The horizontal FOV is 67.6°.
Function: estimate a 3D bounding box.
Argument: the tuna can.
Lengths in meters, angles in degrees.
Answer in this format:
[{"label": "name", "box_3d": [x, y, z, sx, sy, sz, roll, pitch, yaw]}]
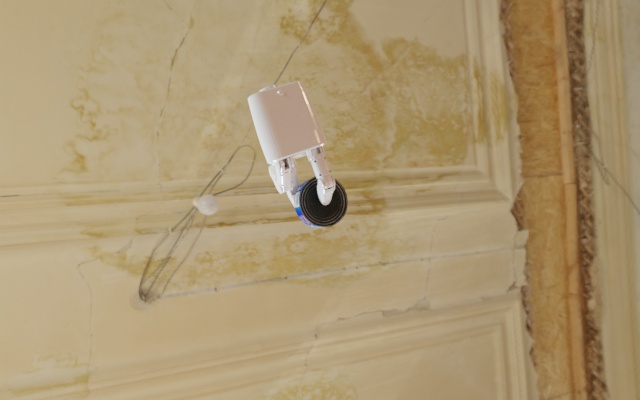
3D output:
[{"label": "tuna can", "box_3d": [0.000, 0.003, 0.797, 0.086, 0.086, 0.034, 0, -6, -21]}]
